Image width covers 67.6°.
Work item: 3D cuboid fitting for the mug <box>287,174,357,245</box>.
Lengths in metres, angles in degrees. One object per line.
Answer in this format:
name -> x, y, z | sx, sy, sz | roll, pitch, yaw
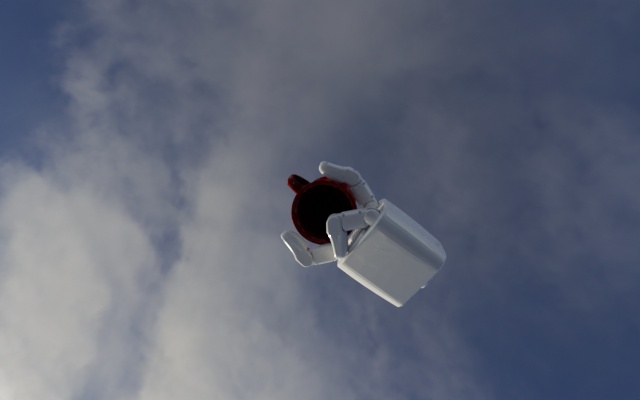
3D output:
mug -> -0.001, 0.001, 0.701 | 0.117, 0.093, 0.081 | 36, 14, -2
